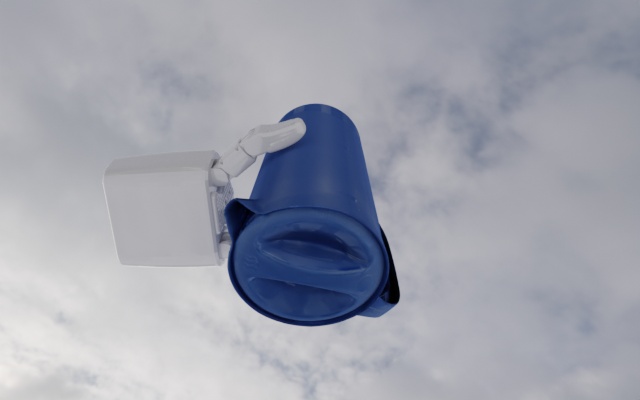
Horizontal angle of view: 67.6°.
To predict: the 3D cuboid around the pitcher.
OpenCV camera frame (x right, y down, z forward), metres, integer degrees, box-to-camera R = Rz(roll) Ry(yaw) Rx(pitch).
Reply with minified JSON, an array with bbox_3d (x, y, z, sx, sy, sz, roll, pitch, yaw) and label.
[{"bbox_3d":[0.000,0.002,0.490,0.145,0.149,0.242,-4,34,5],"label":"pitcher"}]
